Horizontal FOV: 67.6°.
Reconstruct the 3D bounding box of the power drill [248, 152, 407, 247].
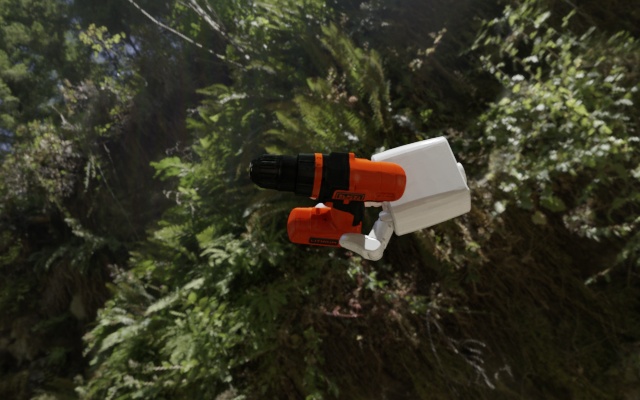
[{"bbox_3d":[0.000,0.002,0.618,0.184,0.057,0.188,6,-24,-5],"label":"power drill"}]
